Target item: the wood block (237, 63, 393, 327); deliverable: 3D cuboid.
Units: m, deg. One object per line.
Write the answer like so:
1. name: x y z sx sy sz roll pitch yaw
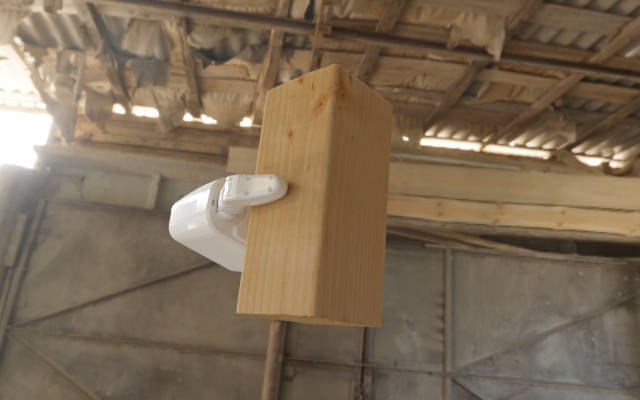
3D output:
1. wood block: 0.000 0.001 0.422 0.090 0.206 0.091 -9 -22 40
